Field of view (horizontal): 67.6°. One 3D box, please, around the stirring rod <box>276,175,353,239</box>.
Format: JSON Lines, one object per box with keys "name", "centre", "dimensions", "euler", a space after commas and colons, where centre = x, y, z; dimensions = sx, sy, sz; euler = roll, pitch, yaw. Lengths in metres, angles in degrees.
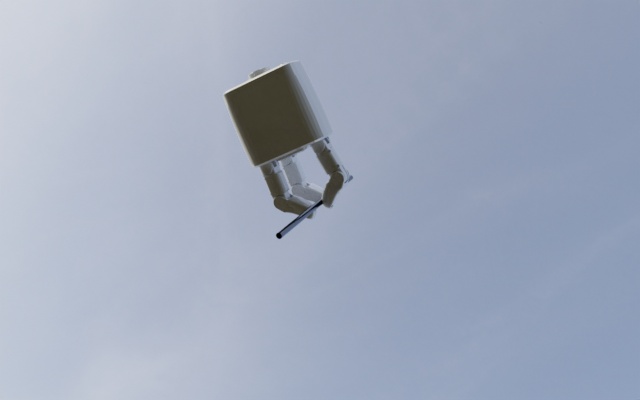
{"name": "stirring rod", "centre": [0.000, 0.002, 0.649], "dimensions": [0.011, 0.011, 0.239], "euler": [0, 19, 25]}
